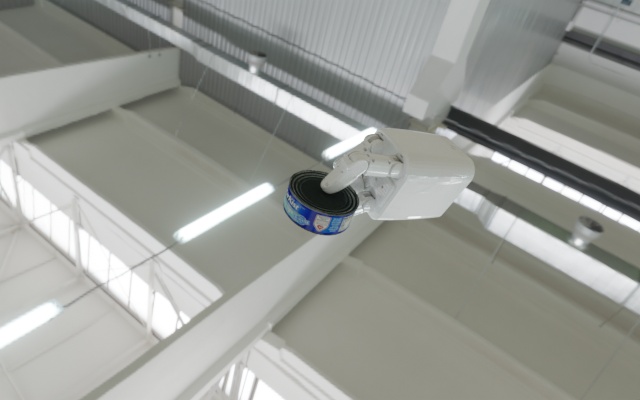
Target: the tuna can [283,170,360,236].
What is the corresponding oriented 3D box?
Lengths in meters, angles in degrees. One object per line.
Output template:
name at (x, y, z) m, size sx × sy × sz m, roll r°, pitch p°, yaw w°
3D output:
tuna can at (0.000, 0.002, 0.562) m, size 0.086 × 0.034 × 0.086 m, roll 15°, pitch 33°, yaw -10°
